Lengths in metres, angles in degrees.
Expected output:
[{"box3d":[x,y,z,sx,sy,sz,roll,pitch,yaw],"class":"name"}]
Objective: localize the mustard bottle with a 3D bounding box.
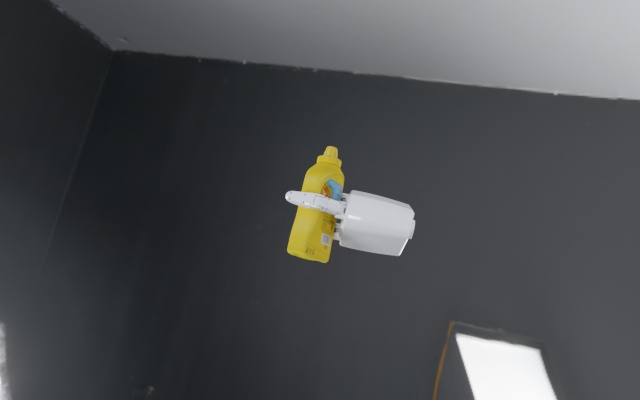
[{"box3d":[0.000,0.003,0.793,0.058,0.191,0.096,8,-11,28],"class":"mustard bottle"}]
